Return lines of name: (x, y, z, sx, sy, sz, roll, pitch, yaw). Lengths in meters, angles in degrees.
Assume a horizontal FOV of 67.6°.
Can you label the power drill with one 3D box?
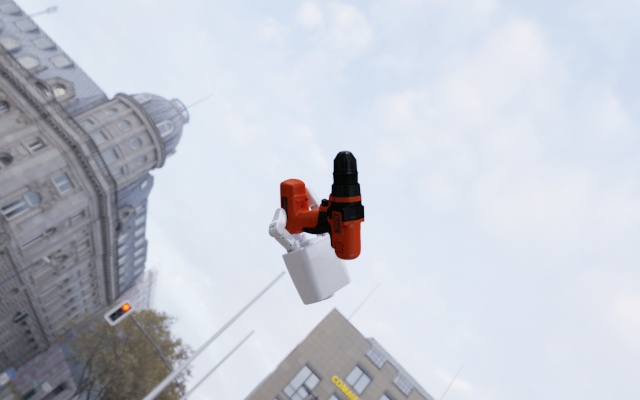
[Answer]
power drill: (0.000, 0.003, 0.849, 0.057, 0.184, 0.187, -7, 10, -37)
